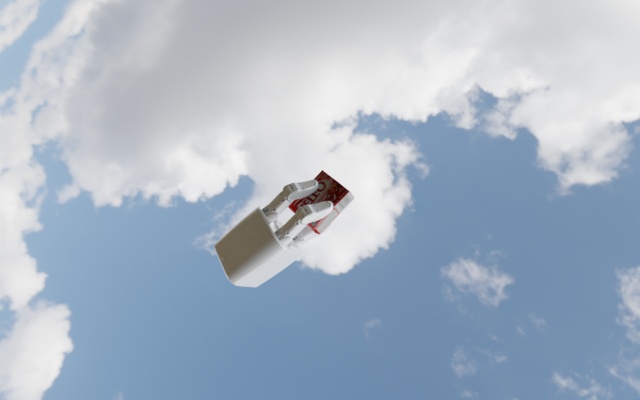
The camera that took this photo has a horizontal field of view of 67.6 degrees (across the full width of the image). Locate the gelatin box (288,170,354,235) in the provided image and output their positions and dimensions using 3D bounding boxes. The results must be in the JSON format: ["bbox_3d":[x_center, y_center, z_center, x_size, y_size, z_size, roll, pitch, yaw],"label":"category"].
[{"bbox_3d":[0.001,0.003,0.802,0.073,0.089,0.030,40,-6,36],"label":"gelatin box"}]
